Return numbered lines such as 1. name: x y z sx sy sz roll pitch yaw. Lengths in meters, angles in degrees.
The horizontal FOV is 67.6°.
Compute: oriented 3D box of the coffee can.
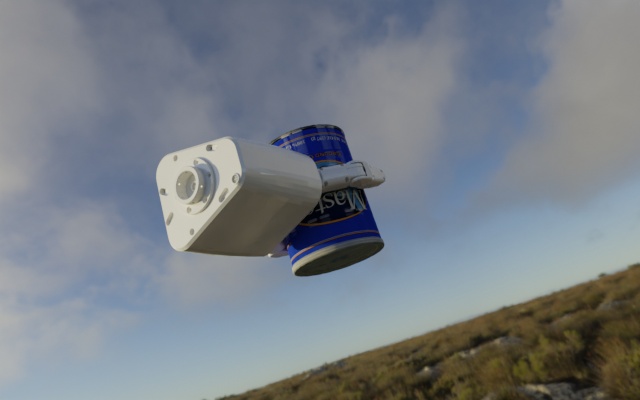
1. coffee can: 0.000 0.002 0.534 0.103 0.140 0.103 -16 -19 -6
